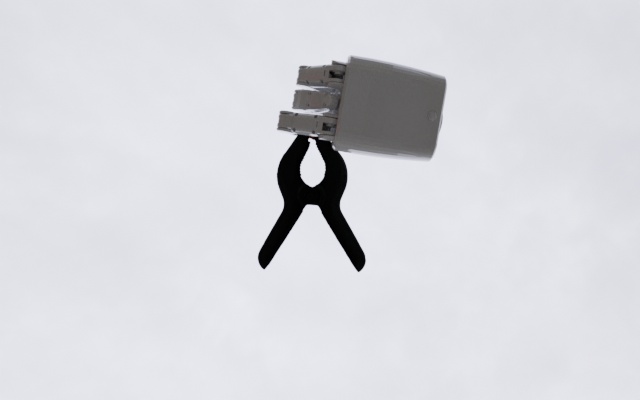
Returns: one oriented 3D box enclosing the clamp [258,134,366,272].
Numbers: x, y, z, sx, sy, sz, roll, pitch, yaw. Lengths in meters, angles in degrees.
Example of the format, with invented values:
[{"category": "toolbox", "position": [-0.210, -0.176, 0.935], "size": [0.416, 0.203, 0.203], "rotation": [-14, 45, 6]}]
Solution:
[{"category": "clamp", "position": [0.000, 0.002, 0.532], "size": [0.120, 0.171, 0.039], "rotation": [9, 5, -1]}]
